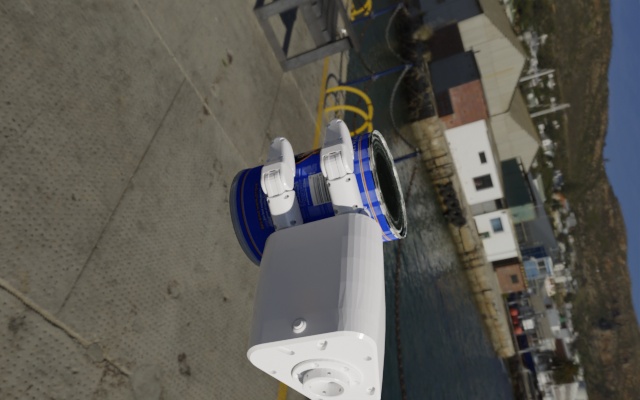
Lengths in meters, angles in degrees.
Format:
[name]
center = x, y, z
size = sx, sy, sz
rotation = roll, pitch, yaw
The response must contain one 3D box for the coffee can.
[coffee can]
center = 0.000, 0.001, 0.457
size = 0.140, 0.103, 0.103
rotation = -15, -5, 19
